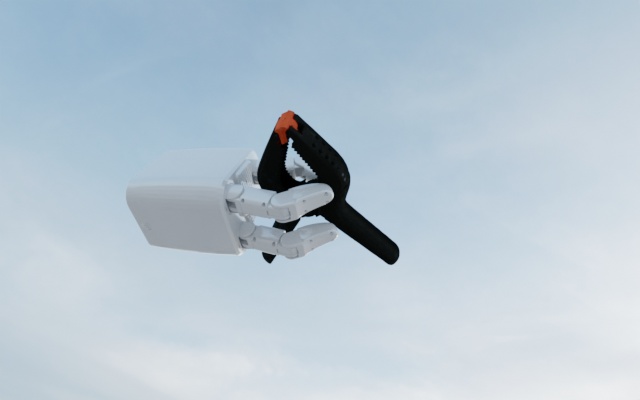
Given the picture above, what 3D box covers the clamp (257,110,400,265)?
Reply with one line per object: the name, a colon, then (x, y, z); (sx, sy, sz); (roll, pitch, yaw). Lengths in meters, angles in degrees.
clamp: (0.000, 0.001, 0.499); (0.164, 0.210, 0.036); (2, 45, 11)
